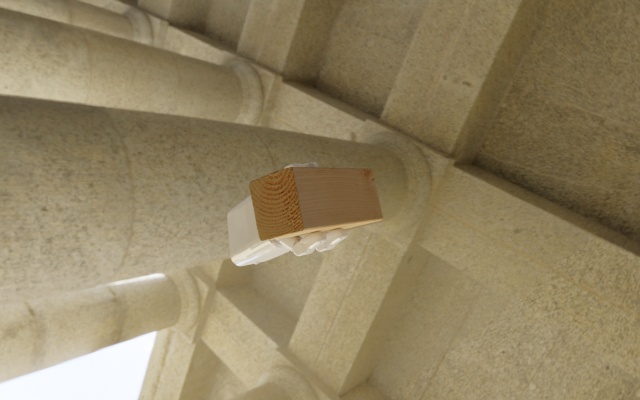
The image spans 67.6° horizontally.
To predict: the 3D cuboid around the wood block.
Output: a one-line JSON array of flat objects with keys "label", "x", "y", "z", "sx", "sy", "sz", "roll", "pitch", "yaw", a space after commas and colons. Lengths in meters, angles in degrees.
[{"label": "wood block", "x": 0.000, "y": 0.002, "z": 0.744, "sx": 0.090, "sy": 0.091, "sz": 0.206, "roll": -17, "pitch": -8, "yaw": 37}]
